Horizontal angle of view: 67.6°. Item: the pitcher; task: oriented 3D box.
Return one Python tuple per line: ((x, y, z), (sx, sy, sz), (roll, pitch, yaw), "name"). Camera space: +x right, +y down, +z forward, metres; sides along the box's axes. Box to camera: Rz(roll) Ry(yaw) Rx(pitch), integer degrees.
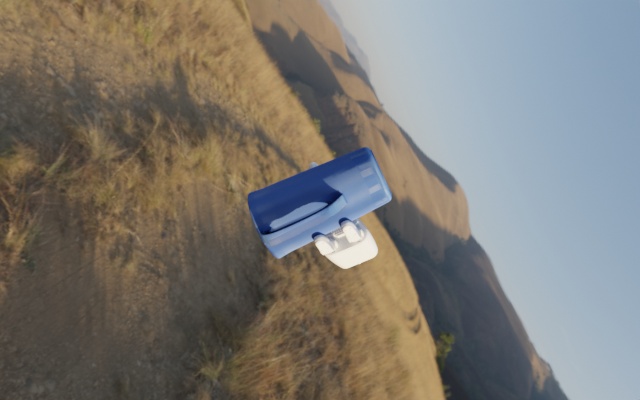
((0.000, 0.003, 0.860), (0.243, 0.149, 0.145), (-25, -31, 8), "pitcher")
